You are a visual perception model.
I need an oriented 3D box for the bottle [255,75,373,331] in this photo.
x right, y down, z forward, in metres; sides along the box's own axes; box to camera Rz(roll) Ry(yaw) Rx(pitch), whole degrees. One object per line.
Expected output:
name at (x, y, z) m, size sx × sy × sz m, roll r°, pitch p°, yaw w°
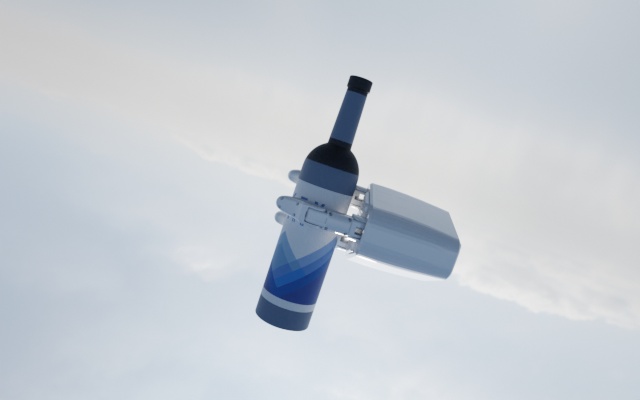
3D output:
bottle at (0.000, 0.002, 0.554) m, size 0.069 × 0.296 × 0.069 m, roll 18°, pitch 6°, yaw -2°
